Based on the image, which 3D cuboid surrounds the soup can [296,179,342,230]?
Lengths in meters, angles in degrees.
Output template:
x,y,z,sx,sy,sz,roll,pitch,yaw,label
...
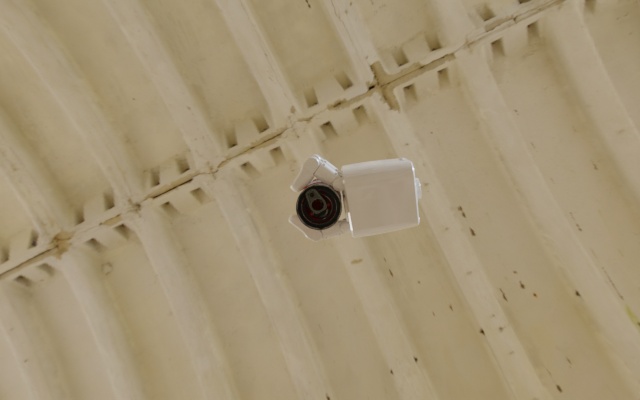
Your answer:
x,y,z,sx,sy,sz,roll,pitch,yaw,label
0.000,0.003,0.745,0.068,0.068,0.102,0,9,3,soup can
